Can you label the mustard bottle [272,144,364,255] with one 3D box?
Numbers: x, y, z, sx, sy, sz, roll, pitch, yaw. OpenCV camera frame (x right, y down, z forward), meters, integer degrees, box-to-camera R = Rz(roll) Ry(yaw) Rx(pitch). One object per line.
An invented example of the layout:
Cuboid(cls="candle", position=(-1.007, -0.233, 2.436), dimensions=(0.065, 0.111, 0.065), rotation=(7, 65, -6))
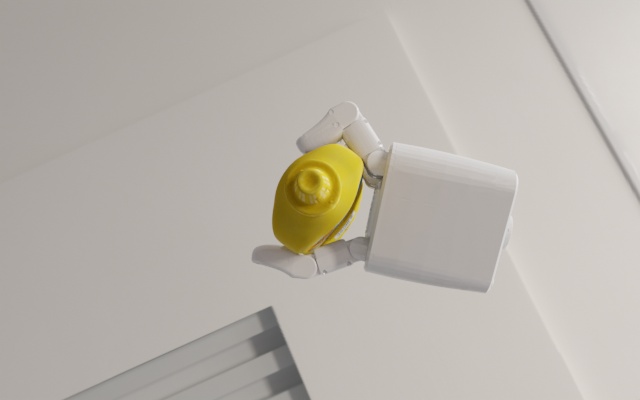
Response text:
Cuboid(cls="mustard bottle", position=(0.000, 0.001, 0.412), dimensions=(0.058, 0.096, 0.191), rotation=(37, -4, 8))
